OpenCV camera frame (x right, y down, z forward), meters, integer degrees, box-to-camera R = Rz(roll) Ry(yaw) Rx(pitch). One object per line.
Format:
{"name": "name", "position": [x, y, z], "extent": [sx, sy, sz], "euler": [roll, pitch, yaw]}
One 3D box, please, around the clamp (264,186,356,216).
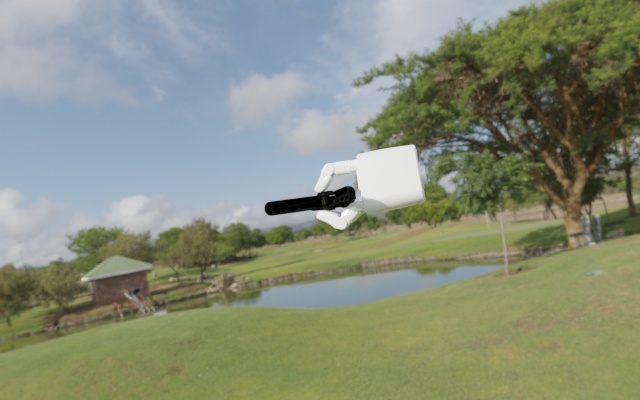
{"name": "clamp", "position": [0.000, 0.002, 0.885], "extent": [0.164, 0.036, 0.210], "euler": [-10, -3, 14]}
